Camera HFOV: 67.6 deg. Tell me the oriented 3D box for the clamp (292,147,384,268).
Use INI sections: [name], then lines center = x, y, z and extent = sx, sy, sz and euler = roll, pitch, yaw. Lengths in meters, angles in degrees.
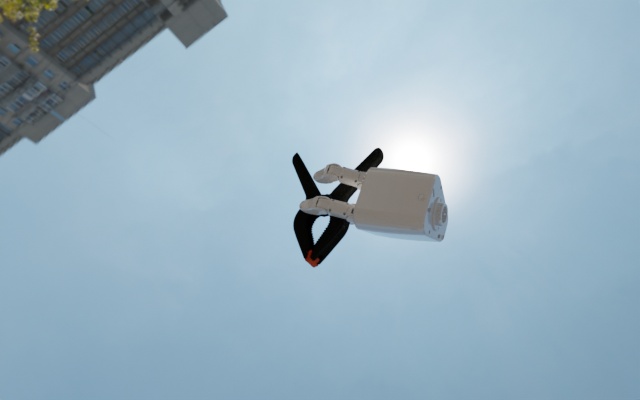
[clamp]
center = 0.000, 0.003, 0.766
extent = 0.164, 0.210, 0.036
euler = 6, -25, 31
